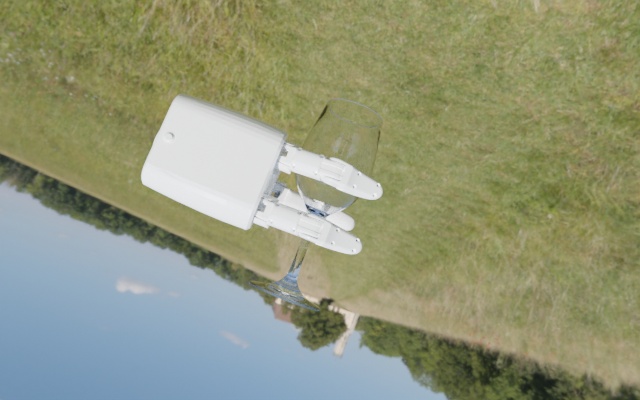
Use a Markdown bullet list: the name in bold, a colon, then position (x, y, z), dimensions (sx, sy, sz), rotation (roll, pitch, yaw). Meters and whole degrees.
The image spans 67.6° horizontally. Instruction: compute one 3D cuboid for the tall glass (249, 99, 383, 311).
- **tall glass**: position (0.000, 0.002, 0.479), dimensions (0.079, 0.201, 0.079), rotation (21, -8, 3)
